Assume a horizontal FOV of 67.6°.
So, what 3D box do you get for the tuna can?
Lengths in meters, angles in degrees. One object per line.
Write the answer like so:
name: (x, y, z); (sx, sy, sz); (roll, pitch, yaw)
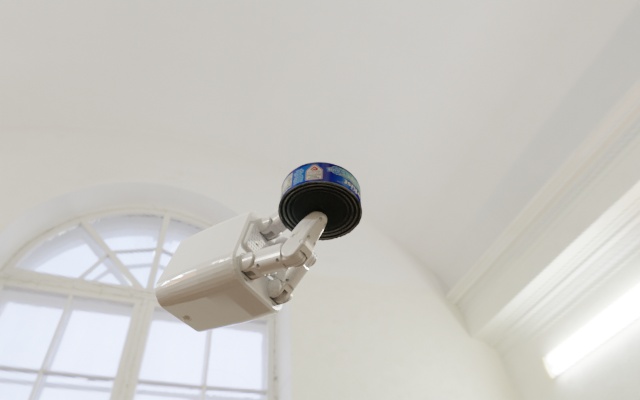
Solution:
tuna can: (0.000, 0.001, 0.497); (0.086, 0.033, 0.086); (1, -45, 1)
